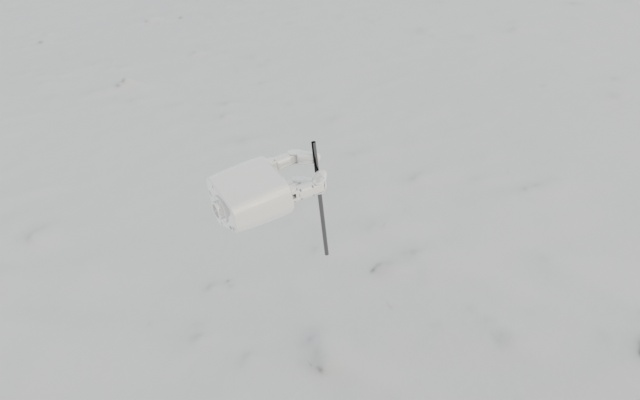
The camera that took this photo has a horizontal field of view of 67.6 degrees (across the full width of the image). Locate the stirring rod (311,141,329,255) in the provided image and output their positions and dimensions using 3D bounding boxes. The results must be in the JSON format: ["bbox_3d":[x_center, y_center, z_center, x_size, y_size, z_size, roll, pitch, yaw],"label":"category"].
[{"bbox_3d":[0.000,0.003,0.876,0.011,0.240,0.011,-5,31,3],"label":"stirring rod"}]
